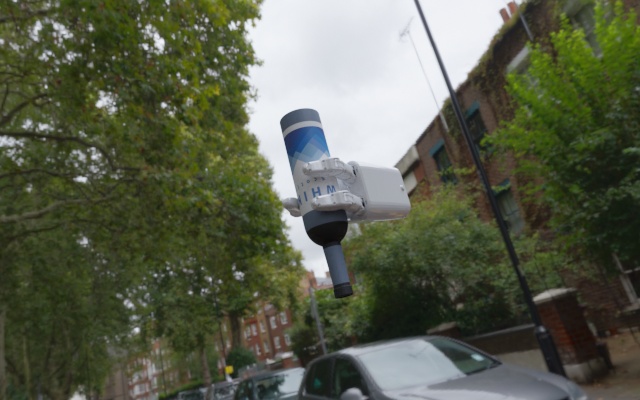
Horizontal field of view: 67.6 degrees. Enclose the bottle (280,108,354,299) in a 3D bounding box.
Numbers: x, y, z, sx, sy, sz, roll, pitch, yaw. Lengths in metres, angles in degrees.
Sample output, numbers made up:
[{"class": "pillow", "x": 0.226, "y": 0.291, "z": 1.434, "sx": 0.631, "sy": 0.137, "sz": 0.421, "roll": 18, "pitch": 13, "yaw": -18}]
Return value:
[{"class": "bottle", "x": 0.000, "y": 0.002, "z": 0.731, "sx": 0.069, "sy": 0.295, "sz": 0.069, "roll": -13, "pitch": -18, "yaw": -4}]
